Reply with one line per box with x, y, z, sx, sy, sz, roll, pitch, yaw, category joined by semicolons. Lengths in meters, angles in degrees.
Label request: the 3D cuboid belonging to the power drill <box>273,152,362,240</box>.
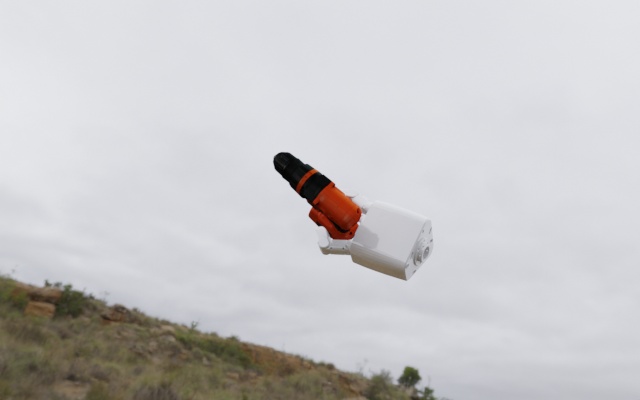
0.000;0.003;0.854;0.184;0.057;0.188;42;-7;20;power drill
